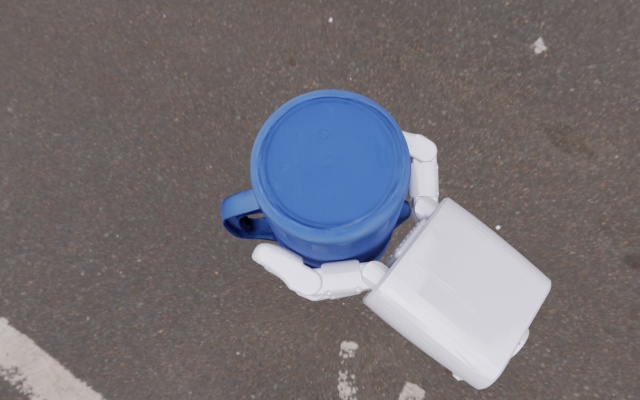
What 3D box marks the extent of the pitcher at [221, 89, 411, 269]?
[{"bbox_3d":[0.000,0.001,0.425,0.145,0.149,0.243,39,-8,10],"label":"pitcher"}]
